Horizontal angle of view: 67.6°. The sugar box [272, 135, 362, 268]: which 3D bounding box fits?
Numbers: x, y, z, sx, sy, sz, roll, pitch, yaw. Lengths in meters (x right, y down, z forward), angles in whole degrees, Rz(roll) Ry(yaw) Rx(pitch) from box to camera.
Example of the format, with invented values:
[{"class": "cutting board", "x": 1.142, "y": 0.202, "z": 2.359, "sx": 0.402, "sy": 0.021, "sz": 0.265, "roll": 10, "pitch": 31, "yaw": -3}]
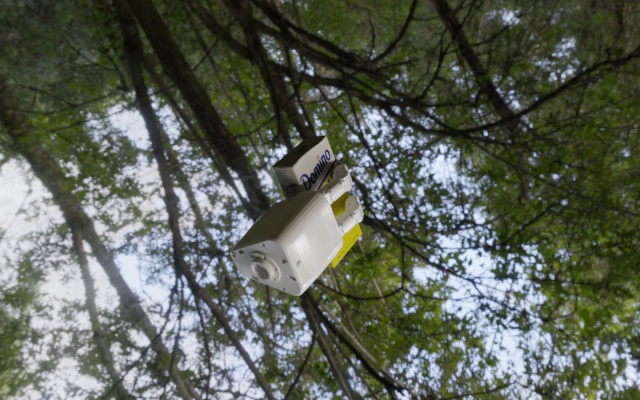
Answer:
[{"class": "sugar box", "x": 0.001, "y": 0.003, "z": 0.711, "sx": 0.048, "sy": 0.176, "sz": 0.093, "roll": 2, "pitch": 34, "yaw": 37}]
